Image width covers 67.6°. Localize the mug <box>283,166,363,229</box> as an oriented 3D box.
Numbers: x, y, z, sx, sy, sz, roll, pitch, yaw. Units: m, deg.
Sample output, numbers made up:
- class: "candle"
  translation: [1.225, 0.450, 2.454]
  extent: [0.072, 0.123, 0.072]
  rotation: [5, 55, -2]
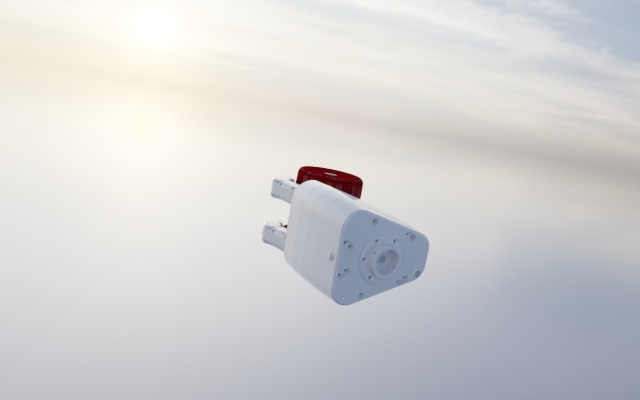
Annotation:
- class: "mug"
  translation: [0.000, 0.001, 0.596]
  extent: [0.093, 0.081, 0.117]
  rotation: [4, 13, -31]
